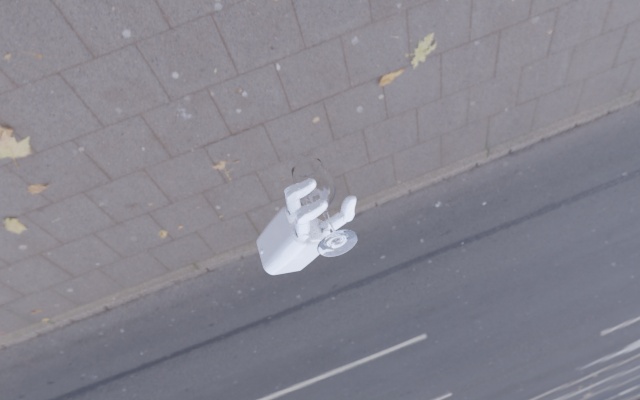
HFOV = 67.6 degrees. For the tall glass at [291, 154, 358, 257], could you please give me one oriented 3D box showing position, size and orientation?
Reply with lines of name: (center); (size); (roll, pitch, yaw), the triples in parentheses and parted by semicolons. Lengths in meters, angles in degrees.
tall glass: (0.000, 0.003, 0.891); (0.079, 0.201, 0.079); (-13, -38, -11)
